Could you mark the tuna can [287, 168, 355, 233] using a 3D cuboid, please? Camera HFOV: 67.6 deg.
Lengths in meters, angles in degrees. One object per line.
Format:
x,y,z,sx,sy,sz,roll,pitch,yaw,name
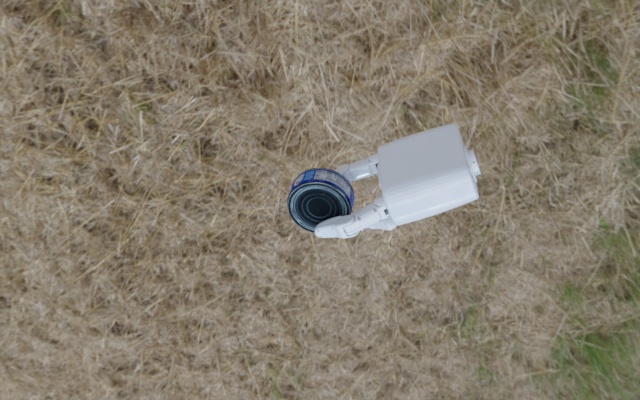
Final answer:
0.000,0.002,0.624,0.086,0.086,0.033,0,35,11,tuna can
